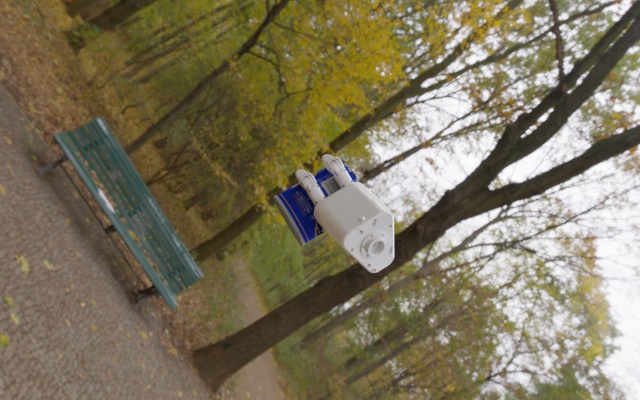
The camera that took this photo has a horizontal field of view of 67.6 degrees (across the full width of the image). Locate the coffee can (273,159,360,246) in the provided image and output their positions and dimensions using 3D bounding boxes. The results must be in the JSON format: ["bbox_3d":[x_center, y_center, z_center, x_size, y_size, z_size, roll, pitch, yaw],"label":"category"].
[{"bbox_3d":[0.000,0.003,0.864,0.140,0.103,0.103,-31,5,-8],"label":"coffee can"}]
